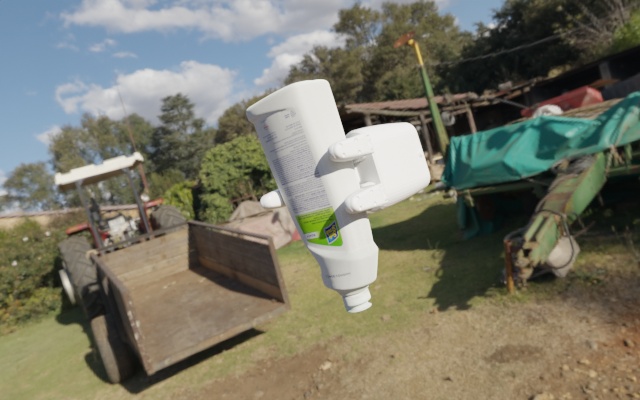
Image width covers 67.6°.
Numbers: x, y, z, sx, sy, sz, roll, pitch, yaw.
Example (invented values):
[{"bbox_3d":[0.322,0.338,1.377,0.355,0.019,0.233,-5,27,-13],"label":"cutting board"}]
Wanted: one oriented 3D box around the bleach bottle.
[{"bbox_3d":[0.000,0.002,0.532,0.068,0.251,0.102,-20,3,-44],"label":"bleach bottle"}]
